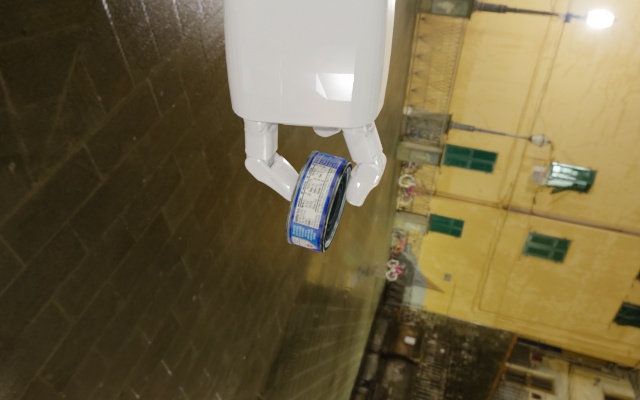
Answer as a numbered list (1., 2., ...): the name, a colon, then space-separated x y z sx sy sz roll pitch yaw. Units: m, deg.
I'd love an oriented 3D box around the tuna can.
1. tuna can: 0.001 0.002 0.421 0.034 0.086 0.086 16 3 10
